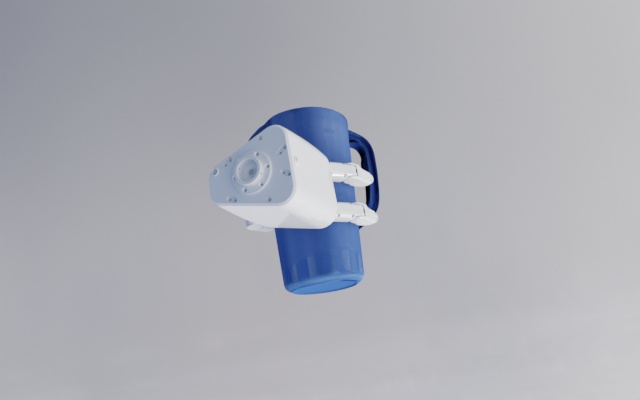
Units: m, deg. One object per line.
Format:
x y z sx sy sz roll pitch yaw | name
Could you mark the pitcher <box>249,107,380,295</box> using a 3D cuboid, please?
0.000 0.002 0.673 0.149 0.242 0.145 -16 -20 21 | pitcher
